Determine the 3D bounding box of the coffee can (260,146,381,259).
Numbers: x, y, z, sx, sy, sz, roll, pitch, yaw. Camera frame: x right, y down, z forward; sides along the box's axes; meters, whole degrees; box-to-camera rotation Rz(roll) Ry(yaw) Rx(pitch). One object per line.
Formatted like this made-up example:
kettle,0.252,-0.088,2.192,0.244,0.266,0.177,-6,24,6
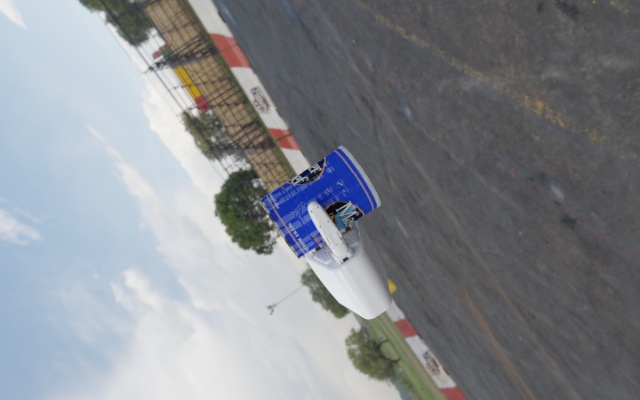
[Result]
coffee can,0.000,0.002,0.681,0.140,0.103,0.103,-33,2,-3
